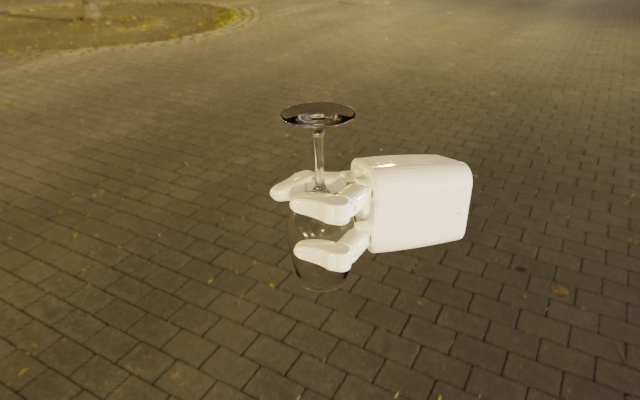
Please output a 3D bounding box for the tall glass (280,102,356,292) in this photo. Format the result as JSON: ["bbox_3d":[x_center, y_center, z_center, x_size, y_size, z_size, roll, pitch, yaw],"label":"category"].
[{"bbox_3d":[0.000,0.001,0.516,0.079,0.201,0.079,-1,29,0],"label":"tall glass"}]
